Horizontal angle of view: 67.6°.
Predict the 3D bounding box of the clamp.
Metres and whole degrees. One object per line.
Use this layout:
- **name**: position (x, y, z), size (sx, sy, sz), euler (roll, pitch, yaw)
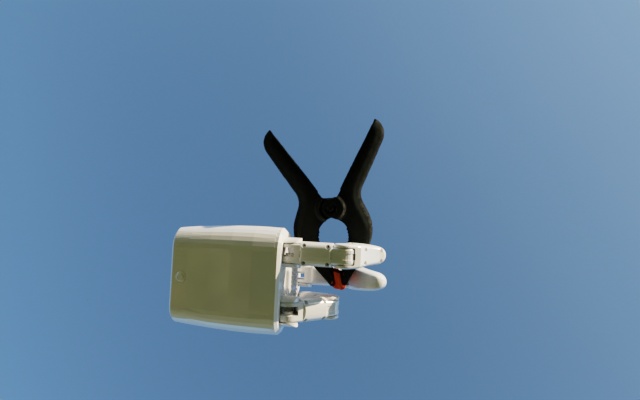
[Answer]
- **clamp**: position (0.000, 0.002, 0.481), size (0.120, 0.171, 0.039), euler (3, -2, 8)
